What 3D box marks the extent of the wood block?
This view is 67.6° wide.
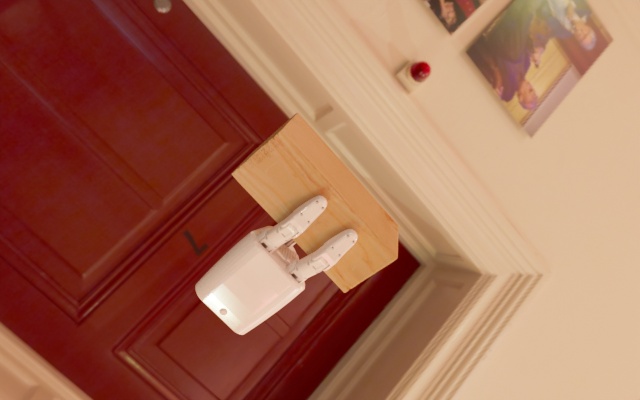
[{"bbox_3d":[0.000,0.002,0.608,0.090,0.206,0.090,-38,13,22],"label":"wood block"}]
